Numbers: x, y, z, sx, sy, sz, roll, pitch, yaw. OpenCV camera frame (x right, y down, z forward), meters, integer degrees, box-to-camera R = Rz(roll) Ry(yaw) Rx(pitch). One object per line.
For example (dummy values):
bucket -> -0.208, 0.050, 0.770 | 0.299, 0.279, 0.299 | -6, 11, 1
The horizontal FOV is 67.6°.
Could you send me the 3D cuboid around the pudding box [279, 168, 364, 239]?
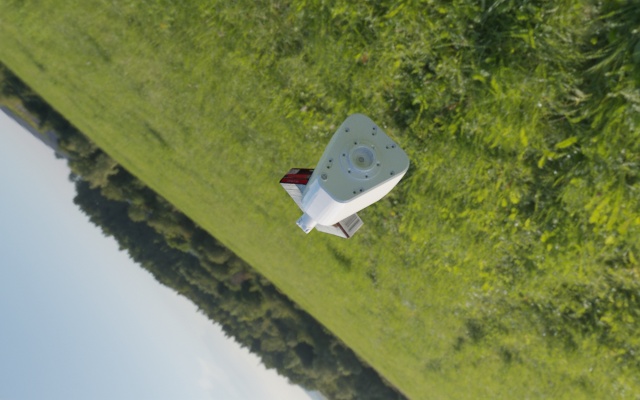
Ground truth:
pudding box -> 0.000, 0.002, 0.715 | 0.039, 0.113, 0.090 | -45, 25, -19
